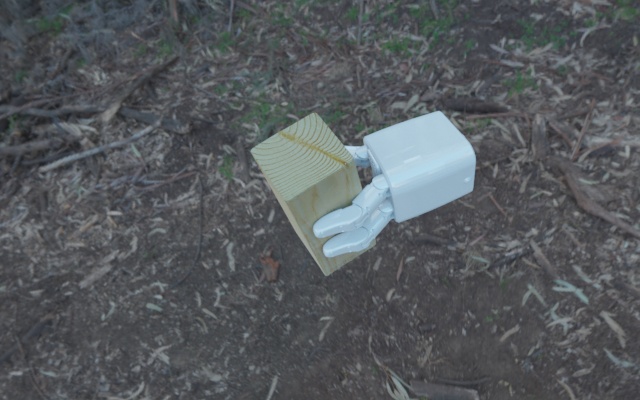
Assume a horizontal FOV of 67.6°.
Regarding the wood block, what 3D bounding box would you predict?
[{"bbox_3d":[0.000,0.002,0.608,0.090,0.090,0.206,-32,-33,-6],"label":"wood block"}]
